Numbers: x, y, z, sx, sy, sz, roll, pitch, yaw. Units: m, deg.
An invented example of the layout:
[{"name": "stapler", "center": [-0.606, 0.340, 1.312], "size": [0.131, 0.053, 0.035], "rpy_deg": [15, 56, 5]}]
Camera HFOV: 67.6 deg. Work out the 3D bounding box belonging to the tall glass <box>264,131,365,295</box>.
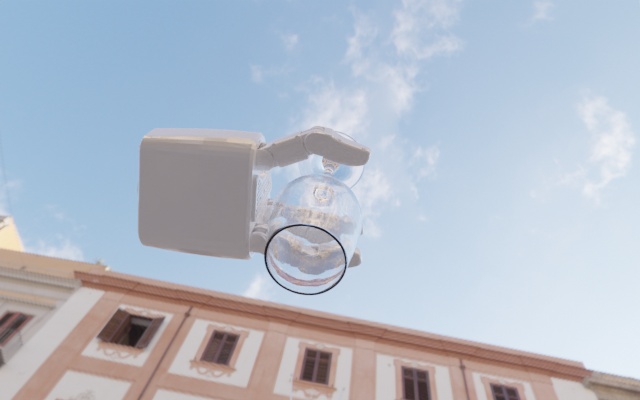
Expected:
[{"name": "tall glass", "center": [0.000, 0.001, 0.435], "size": [0.079, 0.079, 0.201], "rpy_deg": [0, 25, 7]}]
